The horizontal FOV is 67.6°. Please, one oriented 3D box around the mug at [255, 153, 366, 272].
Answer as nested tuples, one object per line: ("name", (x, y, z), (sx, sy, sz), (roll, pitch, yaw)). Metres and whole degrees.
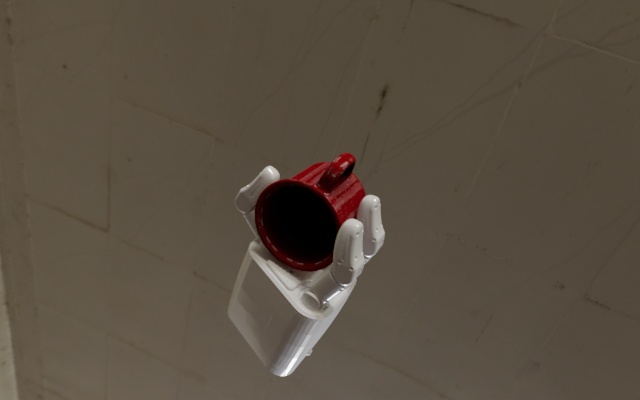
("mug", (0.001, 0.000, 0.467), (0.093, 0.117, 0.081), (34, 33, 11))
